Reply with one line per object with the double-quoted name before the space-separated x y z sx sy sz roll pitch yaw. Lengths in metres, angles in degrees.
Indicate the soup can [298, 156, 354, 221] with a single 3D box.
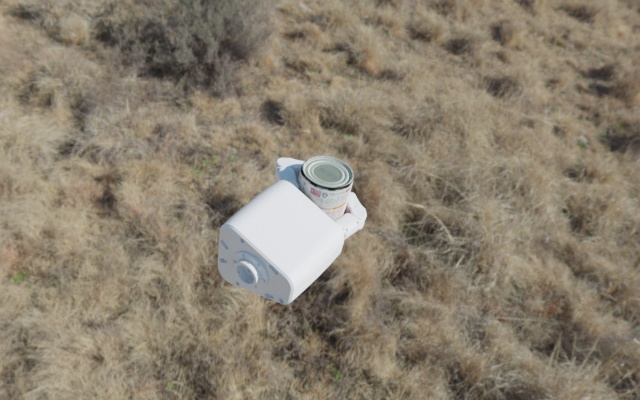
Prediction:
"soup can" 0.001 0.002 0.616 0.068 0.102 0.068 8 39 -6
